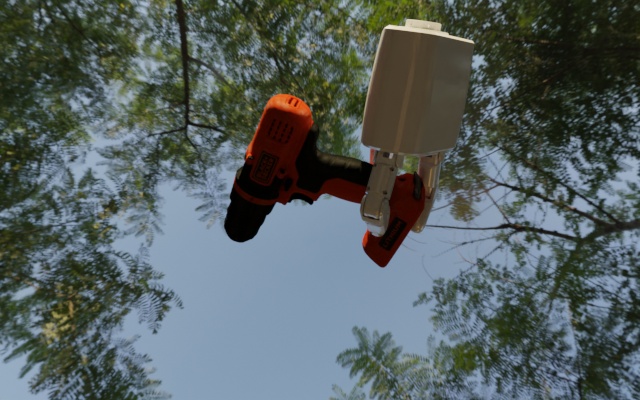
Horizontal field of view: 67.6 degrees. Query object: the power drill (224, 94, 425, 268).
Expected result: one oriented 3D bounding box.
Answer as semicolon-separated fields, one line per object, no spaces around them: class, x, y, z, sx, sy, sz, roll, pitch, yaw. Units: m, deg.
power drill;0.001;0.002;0.507;0.187;0.184;0.057;23;35;-7
